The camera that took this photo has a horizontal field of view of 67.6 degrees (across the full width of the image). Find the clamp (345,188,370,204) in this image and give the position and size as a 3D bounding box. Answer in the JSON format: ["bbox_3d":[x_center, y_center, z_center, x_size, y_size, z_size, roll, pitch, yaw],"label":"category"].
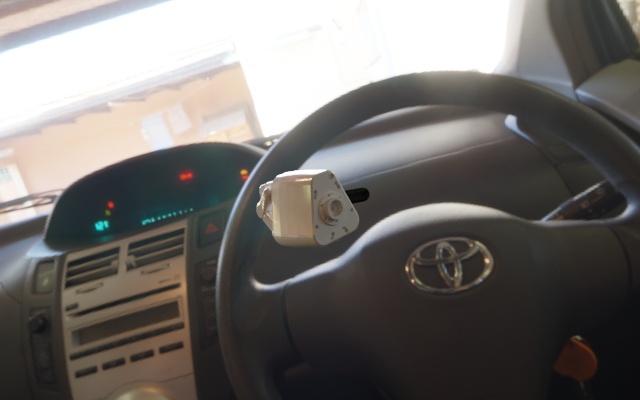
[{"bbox_3d":[0.000,0.002,0.854,0.171,0.039,0.120,-23,13,-35],"label":"clamp"}]
